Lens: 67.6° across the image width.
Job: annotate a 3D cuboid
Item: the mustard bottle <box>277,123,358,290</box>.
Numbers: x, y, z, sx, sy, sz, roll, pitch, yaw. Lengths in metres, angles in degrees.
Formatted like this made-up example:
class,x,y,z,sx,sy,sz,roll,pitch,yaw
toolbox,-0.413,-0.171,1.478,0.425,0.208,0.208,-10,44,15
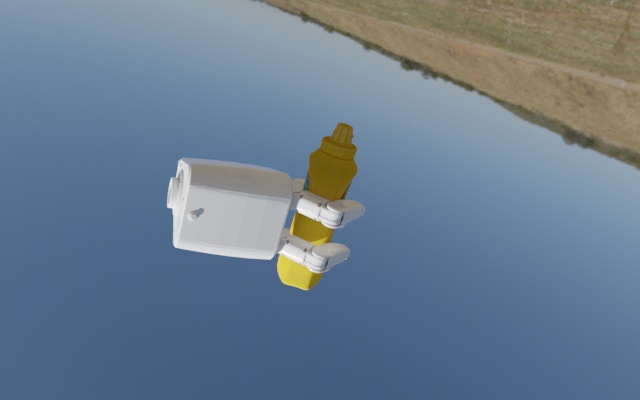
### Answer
class,x,y,z,sx,sy,sz,roll,pitch,yaw
mustard bottle,0.000,0.002,0.561,0.058,0.192,0.096,17,21,0
